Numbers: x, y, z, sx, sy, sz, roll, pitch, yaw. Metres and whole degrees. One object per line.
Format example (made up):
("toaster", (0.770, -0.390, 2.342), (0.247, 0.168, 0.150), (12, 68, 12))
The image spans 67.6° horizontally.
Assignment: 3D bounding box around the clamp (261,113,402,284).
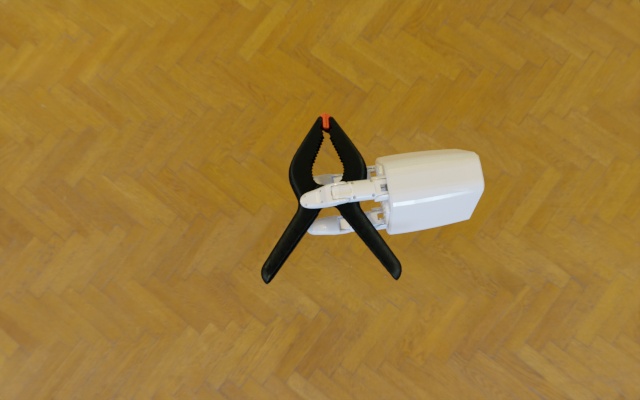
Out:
("clamp", (0.000, 0.001, 0.572), (0.164, 0.210, 0.036), (-9, -8, 0))
